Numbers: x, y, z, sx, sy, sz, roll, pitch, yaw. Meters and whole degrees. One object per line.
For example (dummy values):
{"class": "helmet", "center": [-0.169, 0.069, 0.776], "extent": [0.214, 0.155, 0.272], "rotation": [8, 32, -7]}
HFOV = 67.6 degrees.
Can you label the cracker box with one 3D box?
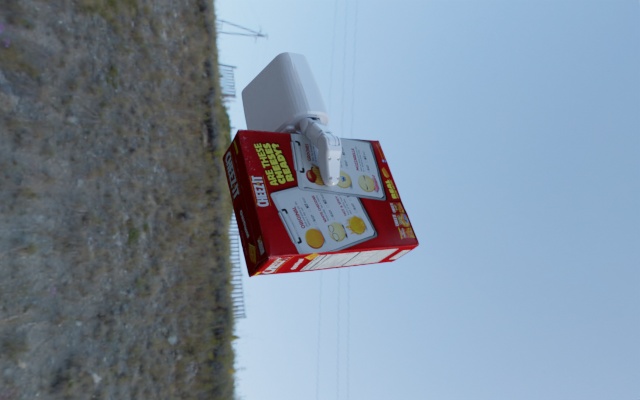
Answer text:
{"class": "cracker box", "center": [0.000, 0.002, 0.599], "extent": [0.214, 0.164, 0.072], "rotation": [-1, -28, -32]}
